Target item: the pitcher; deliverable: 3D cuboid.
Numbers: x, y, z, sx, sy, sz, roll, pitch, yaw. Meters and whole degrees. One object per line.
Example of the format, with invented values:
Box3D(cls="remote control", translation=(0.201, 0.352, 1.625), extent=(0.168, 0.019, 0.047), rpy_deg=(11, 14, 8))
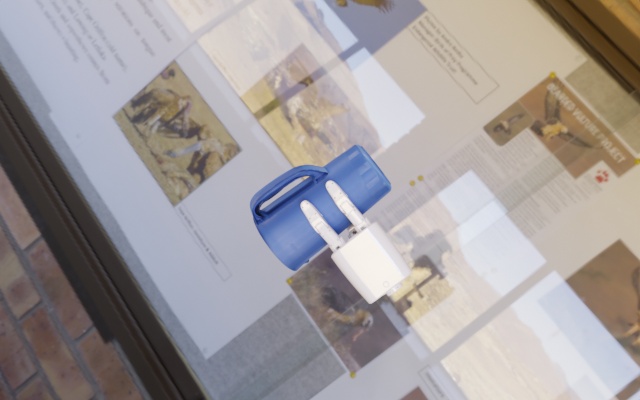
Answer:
Box3D(cls="pitcher", translation=(0.000, 0.003, 0.873), extent=(0.243, 0.145, 0.149), rpy_deg=(-38, -10, 6))
